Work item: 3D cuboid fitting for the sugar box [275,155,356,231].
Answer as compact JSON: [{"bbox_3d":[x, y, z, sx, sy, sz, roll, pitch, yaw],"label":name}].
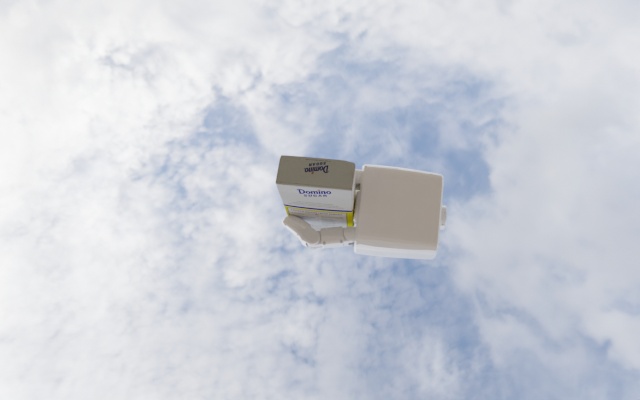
[{"bbox_3d":[0.000,0.002,0.635,0.093,0.048,0.176,6,-26,6],"label":"sugar box"}]
